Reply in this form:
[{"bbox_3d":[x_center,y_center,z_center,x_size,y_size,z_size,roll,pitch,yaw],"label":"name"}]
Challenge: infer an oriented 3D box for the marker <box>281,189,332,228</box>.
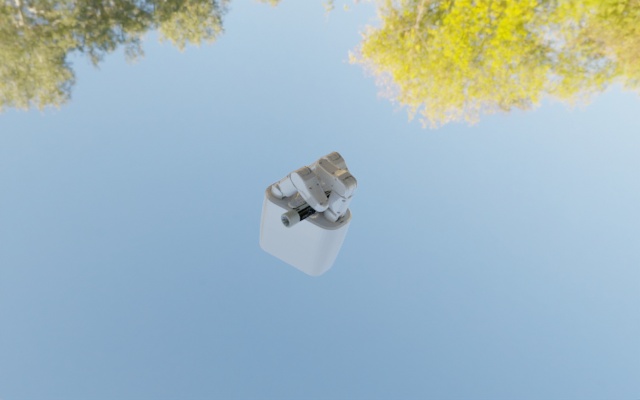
[{"bbox_3d":[0.000,0.002,0.608,0.121,0.020,0.020,-29,19,-38],"label":"marker"}]
